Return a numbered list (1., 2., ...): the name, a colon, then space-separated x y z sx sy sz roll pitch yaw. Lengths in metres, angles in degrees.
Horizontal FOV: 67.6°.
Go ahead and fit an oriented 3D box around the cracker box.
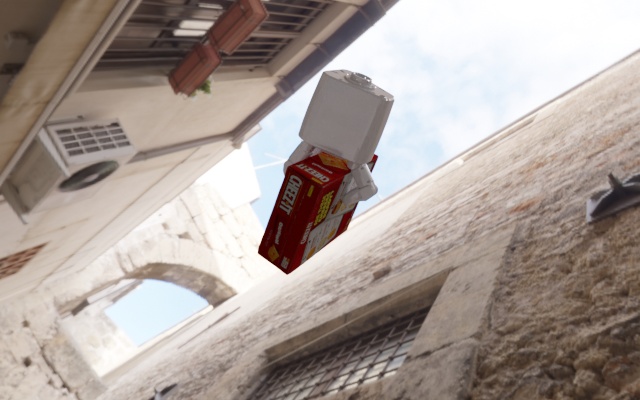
1. cracker box: 0.000 0.003 0.782 0.072 0.164 0.213 31 28 18
